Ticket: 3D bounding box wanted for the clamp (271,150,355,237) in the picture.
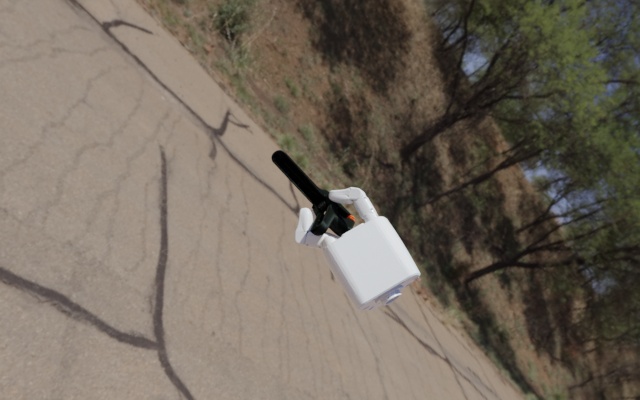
[{"bbox_3d":[0.001,0.002,0.798,0.036,0.164,0.210,-36,-24,13],"label":"clamp"}]
